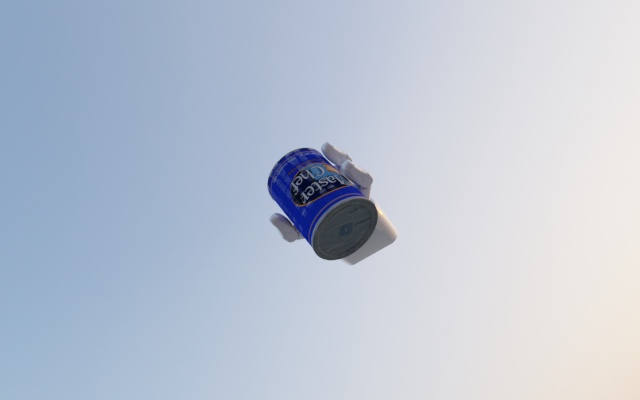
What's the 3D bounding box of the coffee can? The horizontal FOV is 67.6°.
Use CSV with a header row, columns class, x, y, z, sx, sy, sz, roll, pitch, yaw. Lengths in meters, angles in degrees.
class,x,y,z,sx,sy,sz,roll,pitch,yaw
coffee can,0.000,0.002,0.681,0.103,0.103,0.140,0,33,-37
